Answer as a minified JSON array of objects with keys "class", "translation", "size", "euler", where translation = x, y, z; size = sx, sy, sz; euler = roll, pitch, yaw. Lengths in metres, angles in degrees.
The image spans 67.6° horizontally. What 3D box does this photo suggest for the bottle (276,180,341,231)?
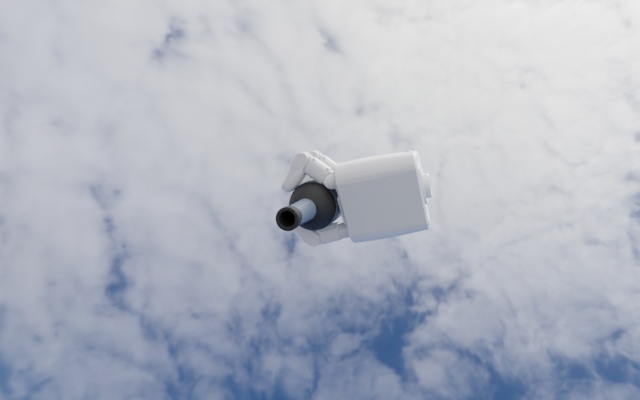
[{"class":"bottle","translation":[0.000,0.002,0.670],"size":[0.069,0.069,0.295],"euler":[0,7,15]}]
